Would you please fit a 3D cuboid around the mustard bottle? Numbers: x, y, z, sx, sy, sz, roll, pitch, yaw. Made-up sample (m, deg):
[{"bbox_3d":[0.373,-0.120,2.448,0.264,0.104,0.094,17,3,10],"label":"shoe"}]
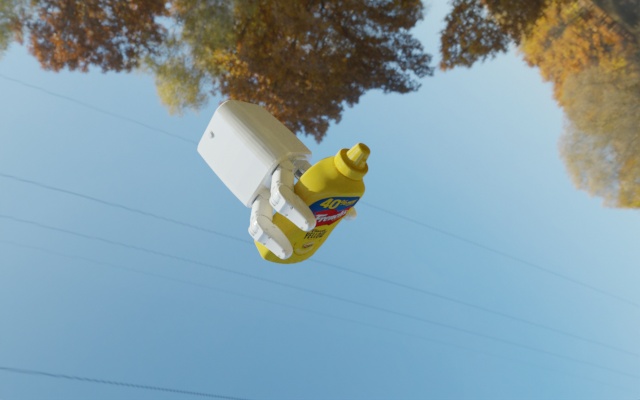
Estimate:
[{"bbox_3d":[0.000,0.002,0.589,0.096,0.058,0.192,0,-40,-42],"label":"mustard bottle"}]
